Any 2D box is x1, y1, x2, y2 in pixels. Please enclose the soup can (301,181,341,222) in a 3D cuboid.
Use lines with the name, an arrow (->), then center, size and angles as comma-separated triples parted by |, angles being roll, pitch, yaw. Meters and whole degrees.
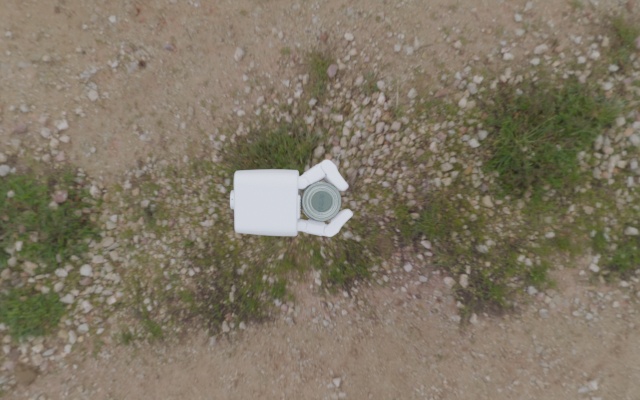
soup can -> 0.001, 0.003, 0.831 | 0.068, 0.068, 0.102 | 0, -2, -2
